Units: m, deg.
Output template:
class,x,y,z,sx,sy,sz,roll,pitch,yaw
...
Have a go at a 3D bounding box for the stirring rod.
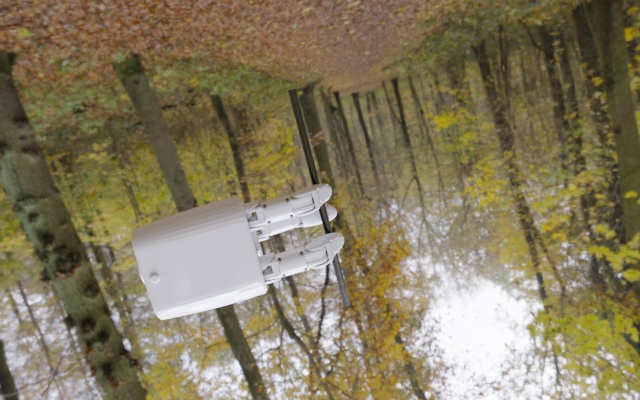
class,x,y,z,sx,sy,sz,roll,pitch,yaw
stirring rod,0.000,0.002,0.508,0.011,0.239,0.011,-14,10,3
